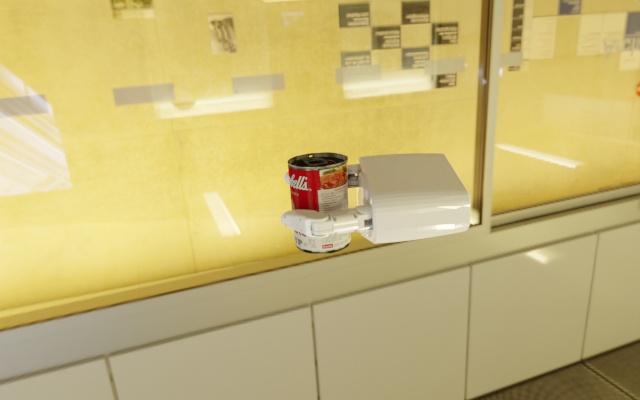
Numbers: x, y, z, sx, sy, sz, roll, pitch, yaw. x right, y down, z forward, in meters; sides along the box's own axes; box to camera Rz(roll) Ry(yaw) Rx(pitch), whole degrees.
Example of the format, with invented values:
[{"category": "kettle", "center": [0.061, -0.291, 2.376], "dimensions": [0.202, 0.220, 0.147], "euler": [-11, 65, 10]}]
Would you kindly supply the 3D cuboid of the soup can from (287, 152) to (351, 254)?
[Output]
[{"category": "soup can", "center": [0.000, 0.002, 0.547], "dimensions": [0.068, 0.102, 0.068], "euler": [-3, 19, 1]}]
